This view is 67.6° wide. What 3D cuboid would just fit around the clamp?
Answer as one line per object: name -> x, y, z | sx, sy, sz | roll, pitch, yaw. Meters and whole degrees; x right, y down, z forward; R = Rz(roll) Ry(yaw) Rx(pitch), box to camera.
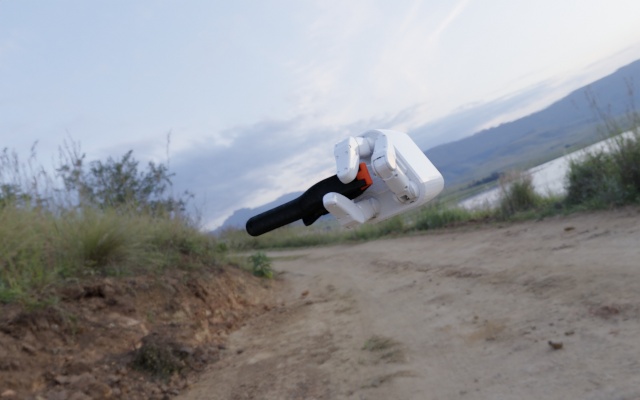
clamp -> 0.000, 0.001, 0.604 | 0.171, 0.039, 0.120 | -25, -5, 29
